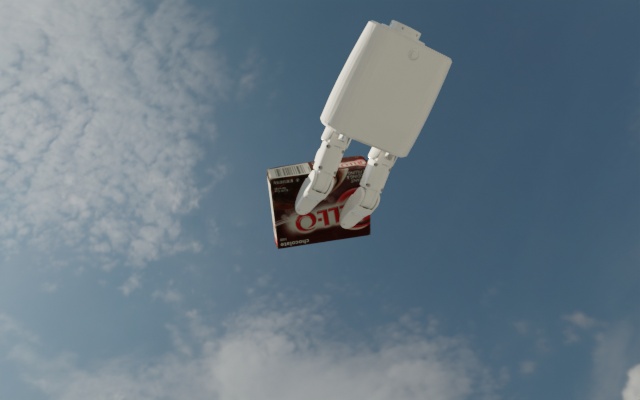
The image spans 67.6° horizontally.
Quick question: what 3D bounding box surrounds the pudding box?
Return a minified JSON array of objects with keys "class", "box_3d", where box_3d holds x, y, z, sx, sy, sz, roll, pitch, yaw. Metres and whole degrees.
[{"class":"pudding box","box_3d":[0.000,0.002,0.540,0.113,0.090,0.039,-7,28,-6]}]
